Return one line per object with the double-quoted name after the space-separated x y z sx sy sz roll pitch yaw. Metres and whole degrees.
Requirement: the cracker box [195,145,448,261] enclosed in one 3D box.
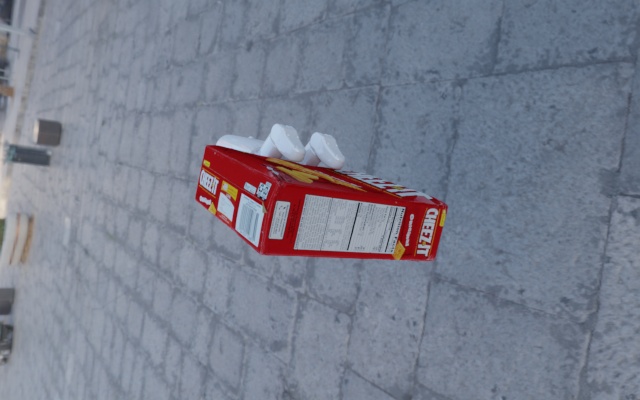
0.000 0.002 0.504 0.214 0.072 0.164 6 12 -35 "cracker box"
